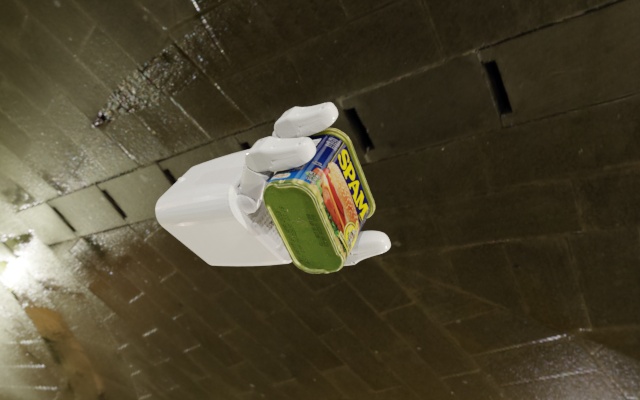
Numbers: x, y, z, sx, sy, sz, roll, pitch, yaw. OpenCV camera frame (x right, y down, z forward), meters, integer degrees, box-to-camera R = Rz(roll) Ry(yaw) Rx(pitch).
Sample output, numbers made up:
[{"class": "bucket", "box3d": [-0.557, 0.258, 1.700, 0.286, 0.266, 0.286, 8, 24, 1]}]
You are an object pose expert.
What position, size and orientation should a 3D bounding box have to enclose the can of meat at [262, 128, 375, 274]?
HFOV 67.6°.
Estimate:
[{"class": "can of meat", "box3d": [0.000, 0.002, 0.423, 0.057, 0.102, 0.084, -5, 33, 30]}]
